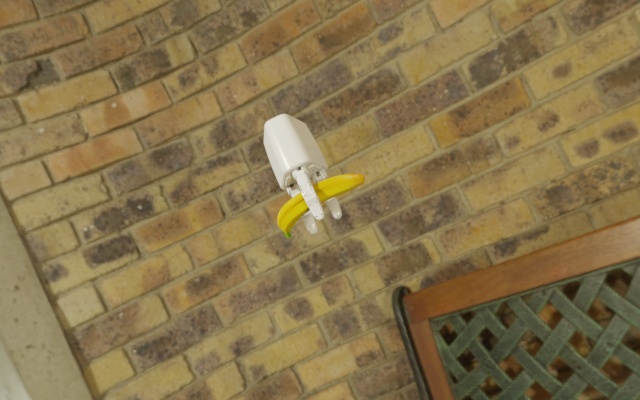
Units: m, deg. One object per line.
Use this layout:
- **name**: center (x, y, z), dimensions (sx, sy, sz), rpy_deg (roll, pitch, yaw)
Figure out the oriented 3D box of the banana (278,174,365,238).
- **banana**: center (-0.013, 0.001, 0.863), dimensions (0.198, 0.037, 0.069), rpy_deg (-35, -28, 23)
